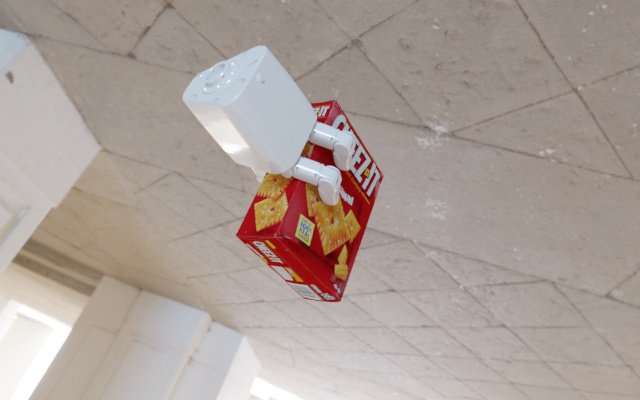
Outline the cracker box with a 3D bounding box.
[{"bbox_3d":[0.000,0.002,0.629,0.072,0.213,0.164,0,-36,35],"label":"cracker box"}]
